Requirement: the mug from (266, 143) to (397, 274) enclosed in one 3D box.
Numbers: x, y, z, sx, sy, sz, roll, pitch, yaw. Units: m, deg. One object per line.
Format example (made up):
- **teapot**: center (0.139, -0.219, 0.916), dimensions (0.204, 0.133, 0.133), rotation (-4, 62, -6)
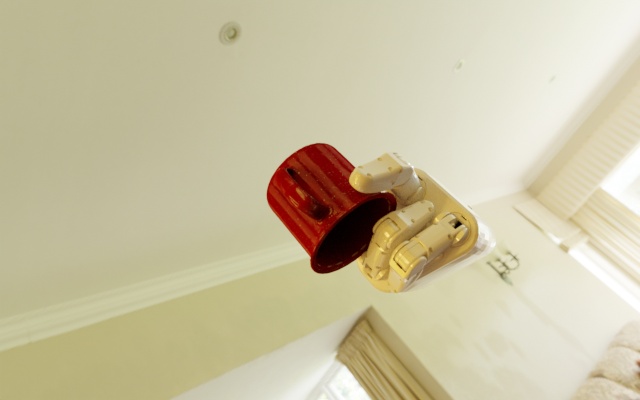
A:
- **mug**: center (-0.001, 0.001, 0.410), dimensions (0.081, 0.093, 0.117), rotation (48, 14, 28)
